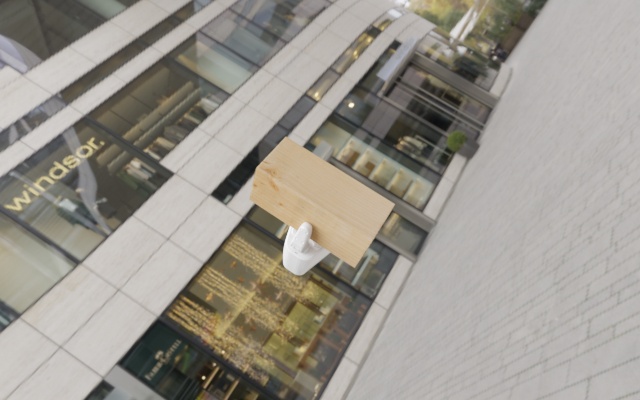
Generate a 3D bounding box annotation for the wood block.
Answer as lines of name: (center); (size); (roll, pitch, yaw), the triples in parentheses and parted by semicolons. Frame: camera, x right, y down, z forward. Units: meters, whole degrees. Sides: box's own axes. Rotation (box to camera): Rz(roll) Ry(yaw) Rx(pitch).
wood block: (0.000, 0.003, 0.766); (0.206, 0.090, 0.090); (32, -37, 7)
